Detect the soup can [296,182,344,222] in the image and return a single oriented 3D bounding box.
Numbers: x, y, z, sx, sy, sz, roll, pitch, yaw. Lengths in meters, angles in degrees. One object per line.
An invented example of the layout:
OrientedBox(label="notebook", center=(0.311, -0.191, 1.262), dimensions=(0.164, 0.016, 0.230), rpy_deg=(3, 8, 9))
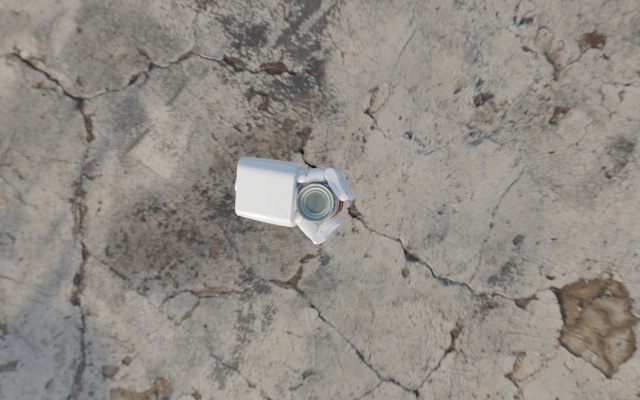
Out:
OrientedBox(label="soup can", center=(0.001, 0.003, 0.839), dimensions=(0.068, 0.068, 0.102), rpy_deg=(0, 1, 11))
